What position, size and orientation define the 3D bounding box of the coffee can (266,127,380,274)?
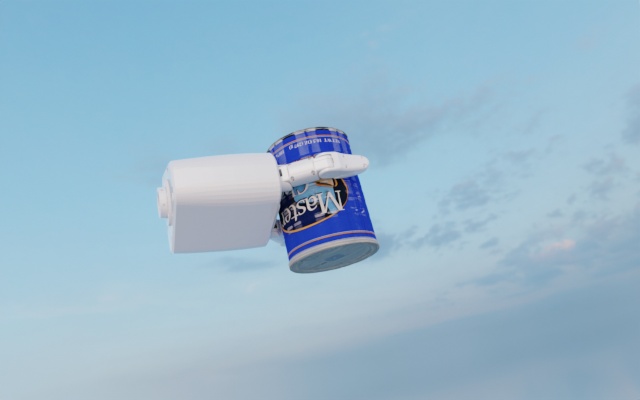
[{"bbox_3d":[0.000,0.002,0.551,0.103,0.140,0.103,-12,-21,-5],"label":"coffee can"}]
